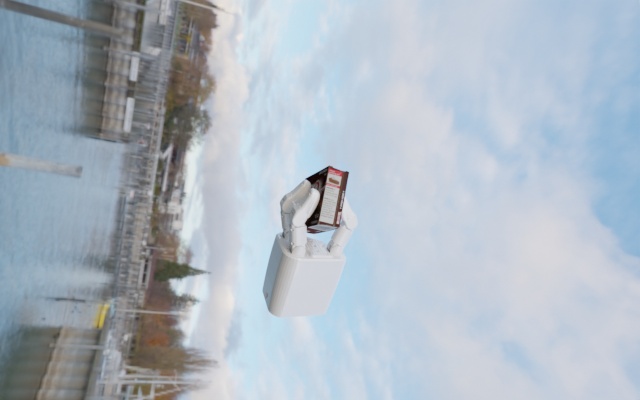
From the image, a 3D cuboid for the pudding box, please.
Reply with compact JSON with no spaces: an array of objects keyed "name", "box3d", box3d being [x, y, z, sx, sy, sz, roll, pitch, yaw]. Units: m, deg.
[{"name":"pudding box","box3d":[0.000,0.003,0.737,0.039,0.090,0.113,14,-13,-20]}]
